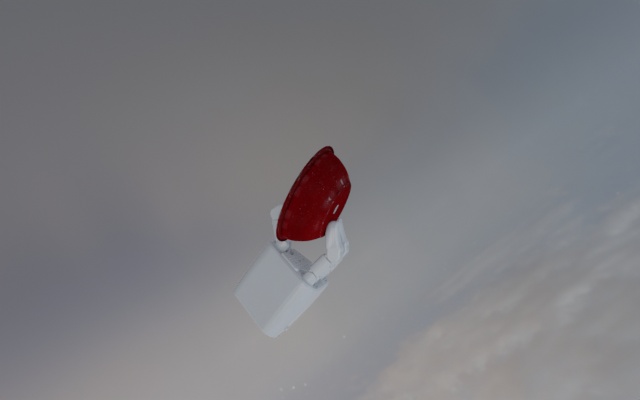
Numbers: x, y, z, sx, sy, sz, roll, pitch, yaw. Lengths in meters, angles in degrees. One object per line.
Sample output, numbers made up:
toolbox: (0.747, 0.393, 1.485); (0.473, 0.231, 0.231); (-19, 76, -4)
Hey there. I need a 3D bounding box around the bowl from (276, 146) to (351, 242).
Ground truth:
bowl: (0.001, 0.001, 0.710); (0.055, 0.162, 0.162); (28, 7, 13)
